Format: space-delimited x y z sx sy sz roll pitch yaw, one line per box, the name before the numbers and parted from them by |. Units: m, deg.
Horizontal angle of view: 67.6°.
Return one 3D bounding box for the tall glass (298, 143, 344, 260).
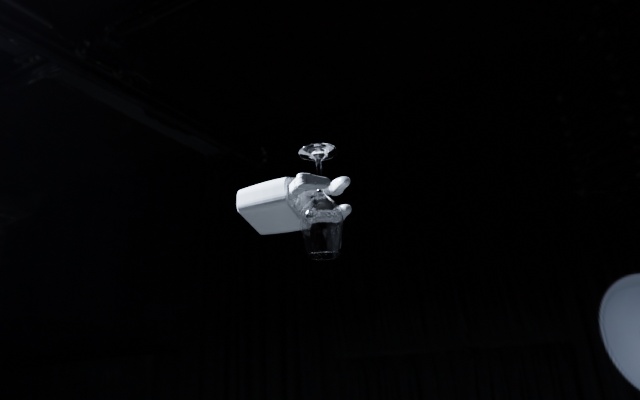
tall glass | 0.000 0.002 0.860 0.079 0.201 0.079 -3 -20 -1
